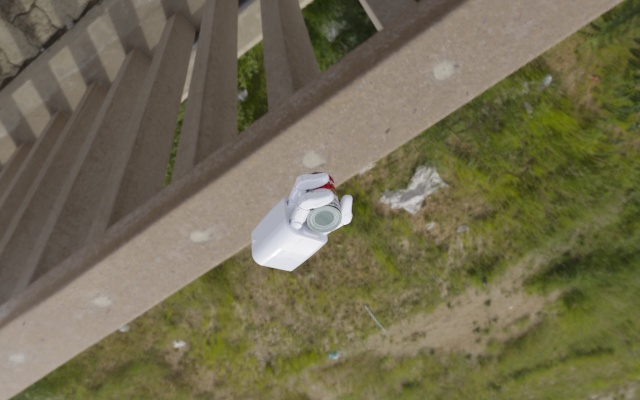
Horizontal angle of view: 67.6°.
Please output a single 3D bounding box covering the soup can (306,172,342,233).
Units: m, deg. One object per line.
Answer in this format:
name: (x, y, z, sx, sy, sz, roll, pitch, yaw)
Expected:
soup can: (0.001, 0.003, 0.896, 0.068, 0.069, 0.102, 0, 39, -9)
